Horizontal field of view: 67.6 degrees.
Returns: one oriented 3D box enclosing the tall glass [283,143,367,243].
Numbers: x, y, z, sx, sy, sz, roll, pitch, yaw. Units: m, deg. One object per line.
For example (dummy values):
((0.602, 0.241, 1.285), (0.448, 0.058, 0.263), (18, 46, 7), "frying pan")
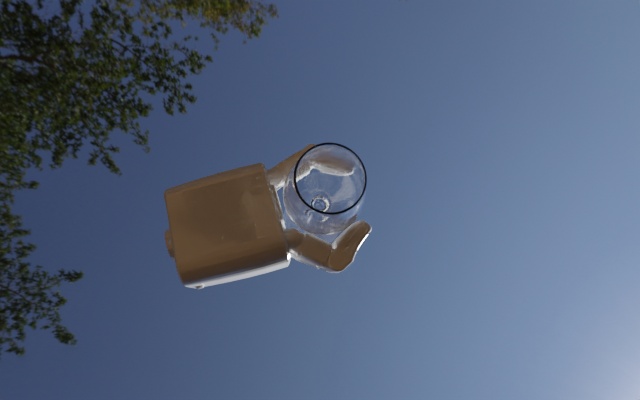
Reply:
((0.000, 0.002, 0.492), (0.079, 0.079, 0.201), (0, -12, -5), "tall glass")
